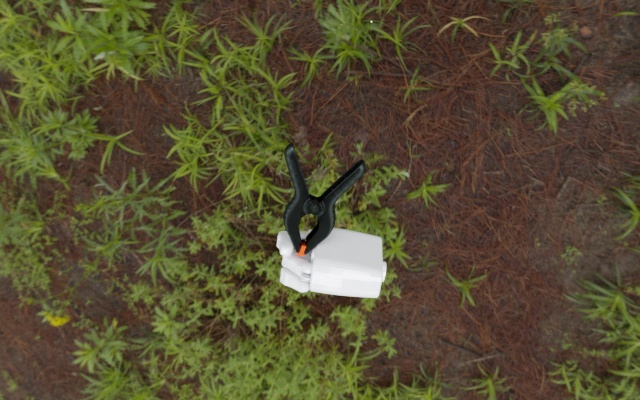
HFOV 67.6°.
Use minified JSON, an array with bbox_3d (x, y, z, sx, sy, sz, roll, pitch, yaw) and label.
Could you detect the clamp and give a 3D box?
[{"bbox_3d":[0.000,0.003,0.714,0.120,0.171,0.039,6,21,-1],"label":"clamp"}]
